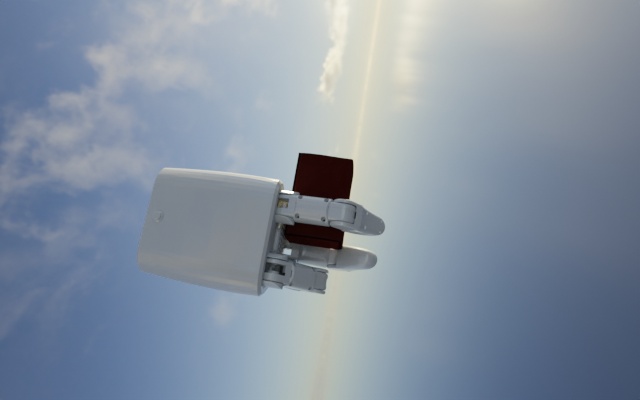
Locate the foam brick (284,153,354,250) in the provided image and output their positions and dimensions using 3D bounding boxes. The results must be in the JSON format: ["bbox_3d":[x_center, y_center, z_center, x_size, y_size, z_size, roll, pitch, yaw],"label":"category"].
[{"bbox_3d":[0.000,0.001,0.440,0.051,0.078,0.053,8,-13,5],"label":"foam brick"}]
